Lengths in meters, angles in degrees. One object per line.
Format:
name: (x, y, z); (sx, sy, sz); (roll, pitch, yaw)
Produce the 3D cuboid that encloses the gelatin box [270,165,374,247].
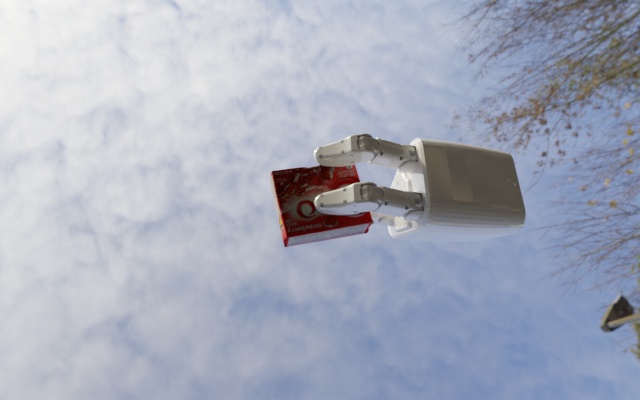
gelatin box: (0.000, 0.002, 0.475); (0.089, 0.073, 0.030); (-9, -25, -13)
